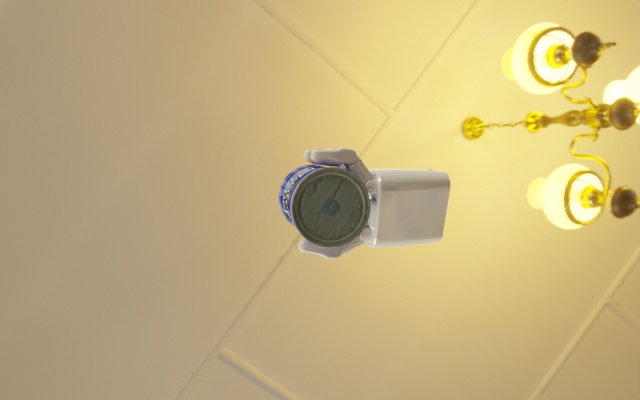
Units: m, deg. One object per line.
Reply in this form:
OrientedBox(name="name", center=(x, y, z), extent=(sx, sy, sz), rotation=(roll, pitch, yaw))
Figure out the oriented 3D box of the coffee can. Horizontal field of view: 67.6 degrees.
OrientedBox(name="coffee can", center=(0.000, 0.002, 0.666), extent=(0.103, 0.103, 0.140), rotation=(0, 6, -12))
